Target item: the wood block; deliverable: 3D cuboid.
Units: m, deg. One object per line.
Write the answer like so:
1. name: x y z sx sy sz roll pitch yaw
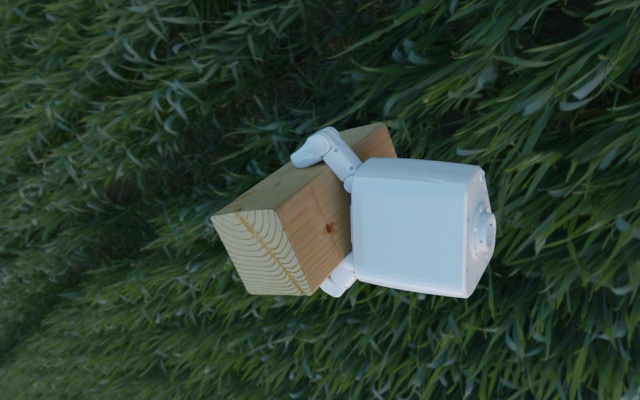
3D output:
1. wood block: 0.000 0.001 0.506 0.090 0.091 0.206 -8 23 40
